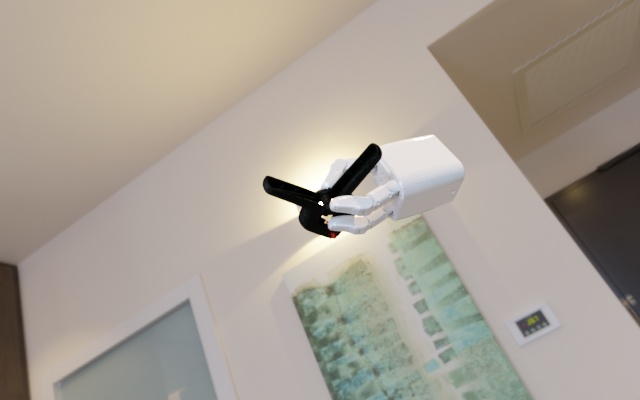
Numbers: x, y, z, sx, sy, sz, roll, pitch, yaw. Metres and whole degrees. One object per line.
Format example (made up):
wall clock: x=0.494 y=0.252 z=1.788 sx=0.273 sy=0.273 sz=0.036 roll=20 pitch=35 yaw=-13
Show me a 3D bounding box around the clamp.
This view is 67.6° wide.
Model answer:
clamp: x=0.000 y=0.002 z=0.704 sx=0.164 sy=0.036 sz=0.210 roll=-13 pitch=-30 yaw=-11
